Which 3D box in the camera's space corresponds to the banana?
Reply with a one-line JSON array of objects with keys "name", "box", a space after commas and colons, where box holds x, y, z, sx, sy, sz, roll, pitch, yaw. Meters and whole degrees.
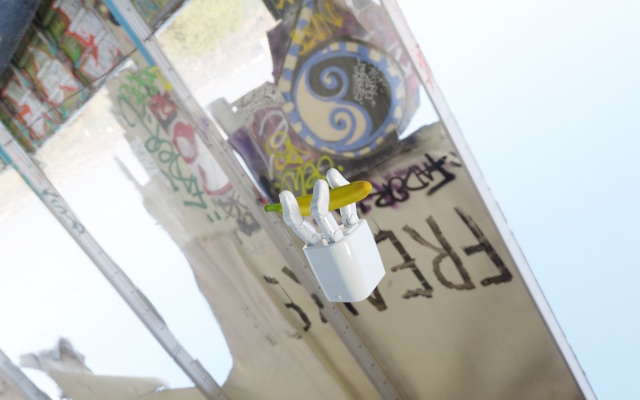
[{"name": "banana", "box": [0.005, 0.001, 0.806, 0.198, 0.037, 0.069, -14, 0, 26]}]
